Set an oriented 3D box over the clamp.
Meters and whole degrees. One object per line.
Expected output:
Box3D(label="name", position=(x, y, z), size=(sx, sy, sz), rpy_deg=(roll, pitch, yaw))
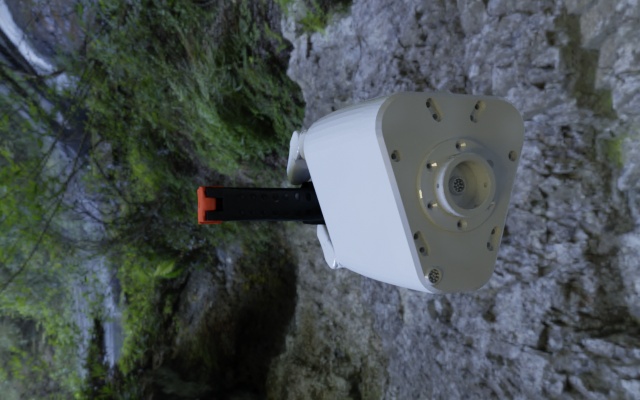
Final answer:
Box3D(label="clamp", position=(0.000, 0.002, 0.412), size=(0.210, 0.036, 0.164), rpy_deg=(-1, 1, -20))
